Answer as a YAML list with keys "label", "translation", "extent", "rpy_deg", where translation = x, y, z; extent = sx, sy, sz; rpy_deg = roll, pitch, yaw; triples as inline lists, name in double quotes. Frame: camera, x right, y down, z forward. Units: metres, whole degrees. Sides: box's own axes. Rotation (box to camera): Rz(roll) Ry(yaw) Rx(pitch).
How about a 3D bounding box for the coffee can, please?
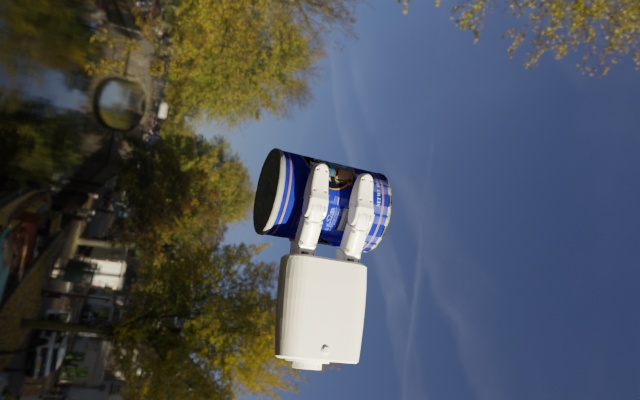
- label: "coffee can"
  translation: [0.000, 0.002, 0.580]
  extent: [0.140, 0.103, 0.103]
  rpy_deg: [11, -4, -20]
